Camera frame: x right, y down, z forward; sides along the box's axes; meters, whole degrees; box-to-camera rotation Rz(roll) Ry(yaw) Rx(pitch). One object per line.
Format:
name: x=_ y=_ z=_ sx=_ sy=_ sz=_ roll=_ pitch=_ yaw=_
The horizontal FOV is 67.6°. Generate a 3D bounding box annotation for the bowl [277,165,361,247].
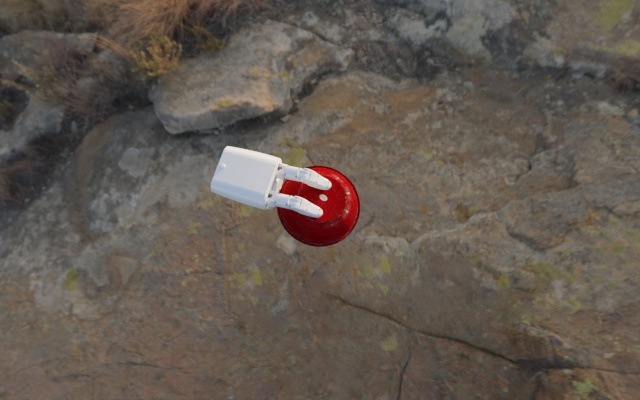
bowl: x=0.002 y=0.003 z=0.893 sx=0.162 sy=0.162 sz=0.055 roll=0 pitch=-15 yaw=-7
